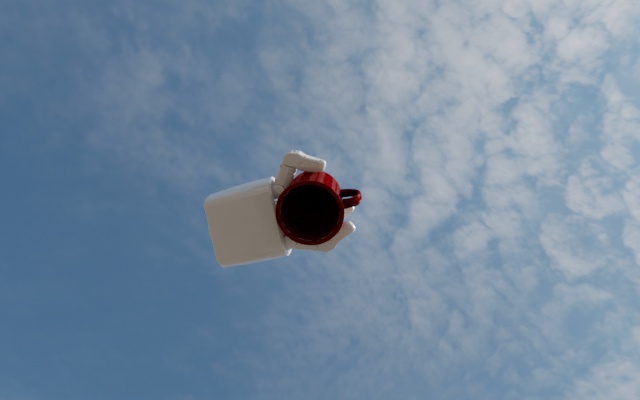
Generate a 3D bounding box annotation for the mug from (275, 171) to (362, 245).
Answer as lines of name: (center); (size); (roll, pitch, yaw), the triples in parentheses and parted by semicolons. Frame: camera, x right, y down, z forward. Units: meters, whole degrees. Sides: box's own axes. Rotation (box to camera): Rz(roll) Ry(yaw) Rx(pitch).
mug: (0.001, 0.002, 0.672); (0.117, 0.093, 0.081); (-13, 17, 9)
